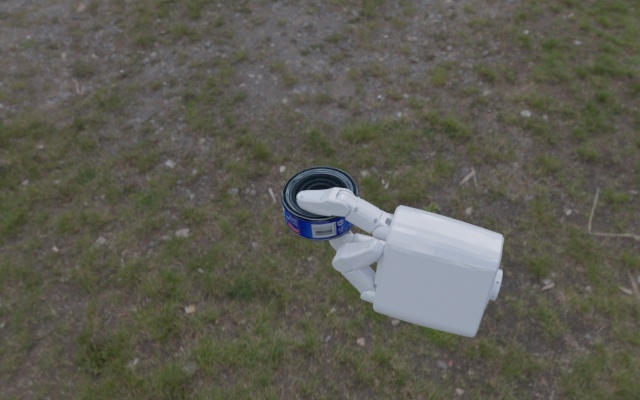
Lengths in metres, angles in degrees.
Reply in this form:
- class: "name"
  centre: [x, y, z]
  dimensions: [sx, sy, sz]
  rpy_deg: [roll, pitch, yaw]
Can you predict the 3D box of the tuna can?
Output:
- class: "tuna can"
  centre: [0.000, 0.001, 0.527]
  dimensions: [0.086, 0.086, 0.034]
  rpy_deg: [0, -44, 5]
